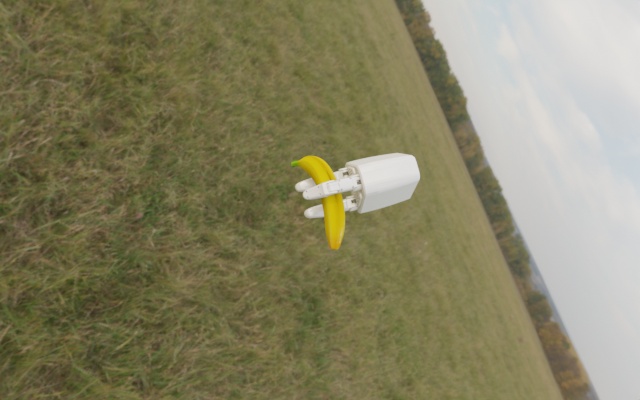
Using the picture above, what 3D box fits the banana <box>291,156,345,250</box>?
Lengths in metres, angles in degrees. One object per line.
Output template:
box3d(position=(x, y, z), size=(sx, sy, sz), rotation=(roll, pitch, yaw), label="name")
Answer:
box3d(position=(0.007, -0.011, 0.849), size=(0.037, 0.197, 0.070), rotation=(-2, -35, -36), label="banana")
